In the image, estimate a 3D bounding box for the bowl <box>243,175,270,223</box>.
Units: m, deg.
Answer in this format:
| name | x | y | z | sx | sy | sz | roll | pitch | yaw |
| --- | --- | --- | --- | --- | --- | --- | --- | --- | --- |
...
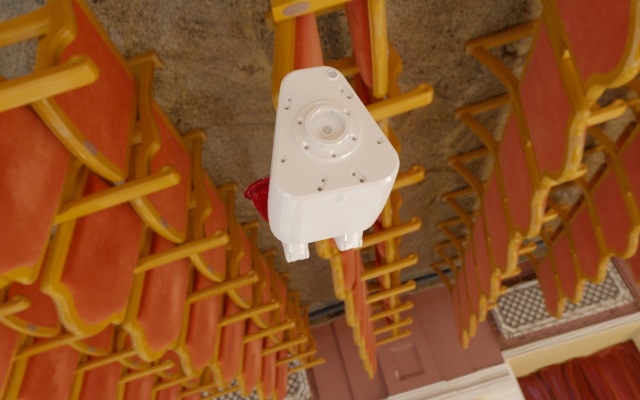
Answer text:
| name | x | y | z | sx | sy | sz | roll | pitch | yaw |
| --- | --- | --- | --- | --- | --- | --- | --- | --- | --- |
| bowl | 0.000 | 0.002 | 0.526 | 0.162 | 0.055 | 0.162 | -13 | -9 | -2 |
